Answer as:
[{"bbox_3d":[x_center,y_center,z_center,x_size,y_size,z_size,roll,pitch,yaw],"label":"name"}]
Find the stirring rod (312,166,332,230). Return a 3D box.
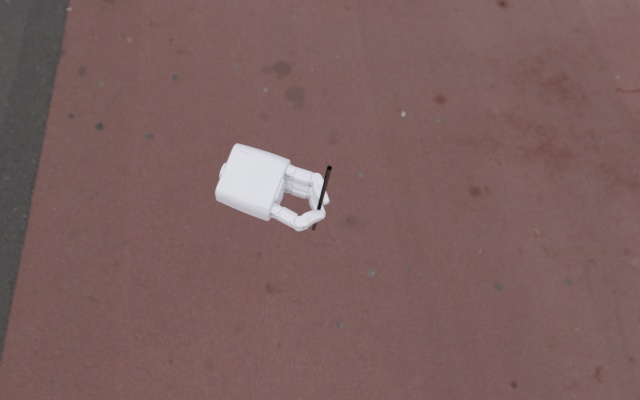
[{"bbox_3d":[0.000,0.003,0.842,0.011,0.011,0.240,0,-26,-7],"label":"stirring rod"}]
